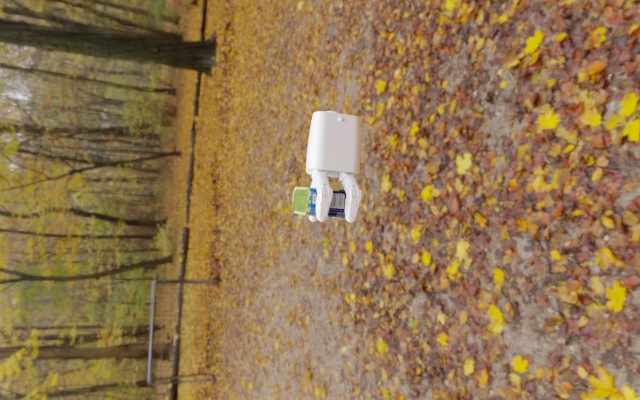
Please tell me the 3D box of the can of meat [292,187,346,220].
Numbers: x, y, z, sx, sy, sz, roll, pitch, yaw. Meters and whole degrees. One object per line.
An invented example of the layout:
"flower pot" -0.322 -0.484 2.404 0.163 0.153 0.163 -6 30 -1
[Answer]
"can of meat" 0.000 0.003 0.896 0.084 0.057 0.102 5 0 -20
